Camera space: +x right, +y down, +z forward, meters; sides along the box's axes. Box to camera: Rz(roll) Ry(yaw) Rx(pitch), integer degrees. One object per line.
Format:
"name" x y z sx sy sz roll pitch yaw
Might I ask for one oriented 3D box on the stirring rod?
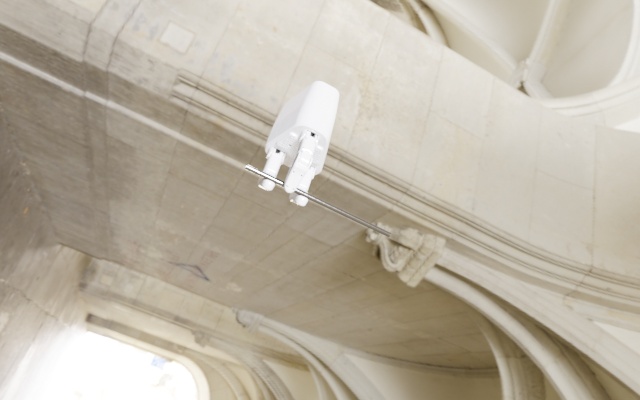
"stirring rod" 0.000 0.002 0.703 0.239 0.011 0.011 25 -6 -13
